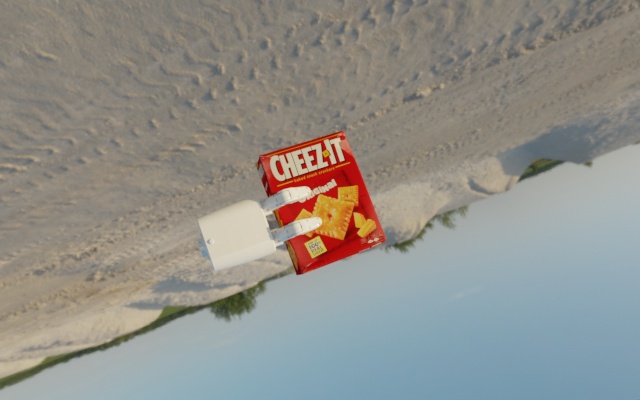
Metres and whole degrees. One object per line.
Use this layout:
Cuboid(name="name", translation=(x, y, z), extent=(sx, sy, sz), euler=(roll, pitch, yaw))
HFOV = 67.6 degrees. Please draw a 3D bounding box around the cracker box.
Cuboid(name="cracker box", translation=(0.000, 0.003, 0.840), extent=(0.164, 0.213, 0.072), euler=(-19, -7, -15))
